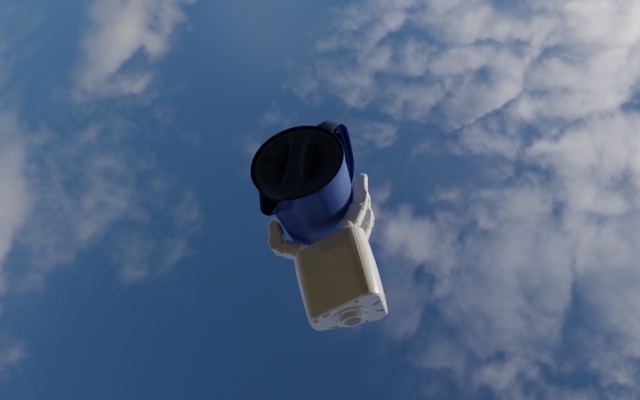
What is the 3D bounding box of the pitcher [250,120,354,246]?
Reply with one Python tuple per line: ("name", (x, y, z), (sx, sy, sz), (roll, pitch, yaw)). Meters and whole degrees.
("pitcher", (0.000, 0.003, 0.746), (0.149, 0.145, 0.243), (-18, -38, 3))
